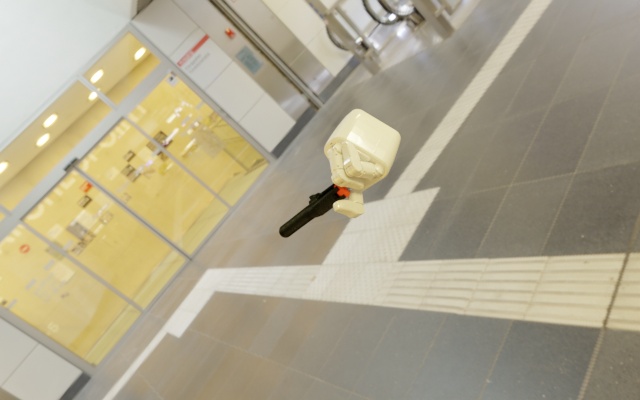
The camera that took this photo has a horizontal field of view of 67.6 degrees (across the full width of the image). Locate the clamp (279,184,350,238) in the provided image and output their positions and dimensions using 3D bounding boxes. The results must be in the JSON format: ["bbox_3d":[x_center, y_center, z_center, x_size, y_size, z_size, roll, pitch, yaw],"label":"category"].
[{"bbox_3d":[0.000,0.002,0.879,0.171,0.039,0.120,-31,19,43],"label":"clamp"}]
